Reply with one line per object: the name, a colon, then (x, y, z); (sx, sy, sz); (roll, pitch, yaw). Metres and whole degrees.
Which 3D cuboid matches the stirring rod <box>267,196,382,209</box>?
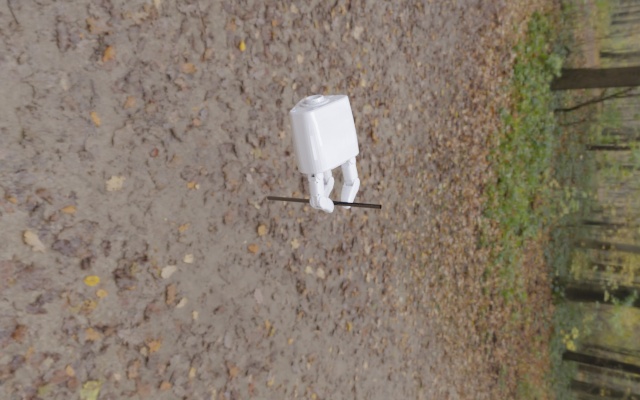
stirring rod: (0.000, 0.003, 0.876); (0.239, 0.011, 0.011); (4, 2, 31)
